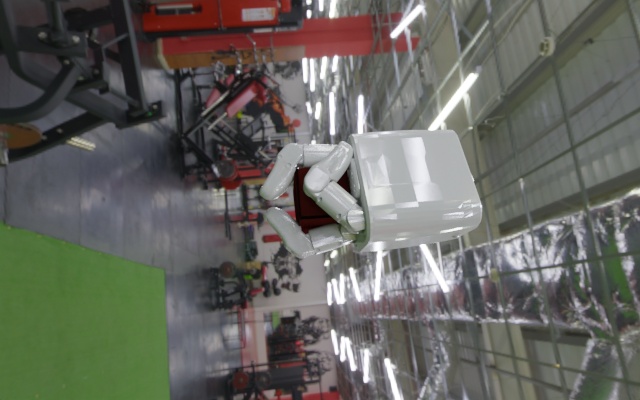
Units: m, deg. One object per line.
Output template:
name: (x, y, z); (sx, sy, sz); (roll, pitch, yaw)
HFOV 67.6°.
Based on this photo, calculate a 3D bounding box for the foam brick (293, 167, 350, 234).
foam brick: (0.000, 0.002, 0.487); (0.051, 0.053, 0.078); (-5, -14, -6)
